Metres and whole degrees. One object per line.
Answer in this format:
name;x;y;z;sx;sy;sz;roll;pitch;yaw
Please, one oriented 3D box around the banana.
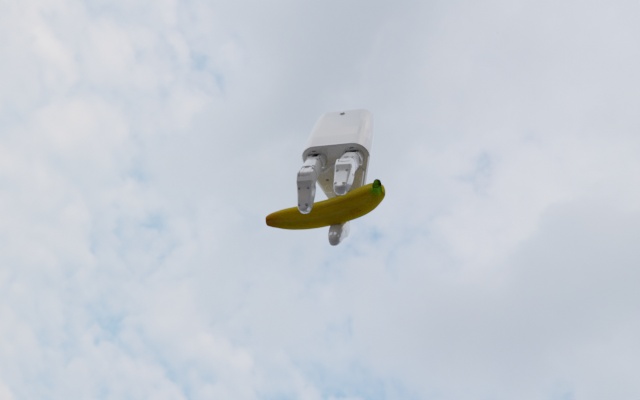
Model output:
banana;0.015;0.008;0.654;0.198;0.037;0.070;-21;-36;34
